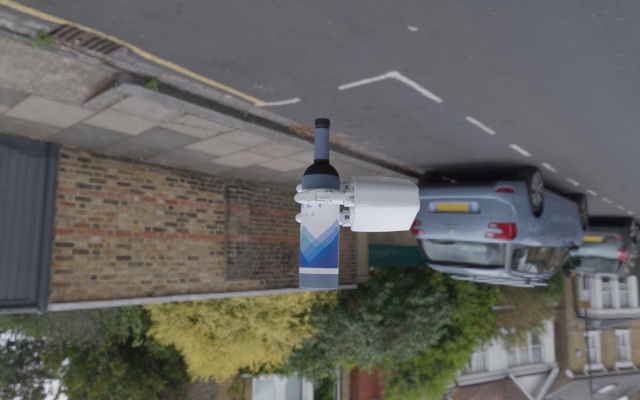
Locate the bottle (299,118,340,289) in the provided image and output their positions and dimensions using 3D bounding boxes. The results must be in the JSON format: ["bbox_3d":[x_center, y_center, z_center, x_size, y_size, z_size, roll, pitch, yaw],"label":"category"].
[{"bbox_3d":[0.000,0.003,0.832,0.069,0.295,0.069,1,-7,0],"label":"bottle"}]
